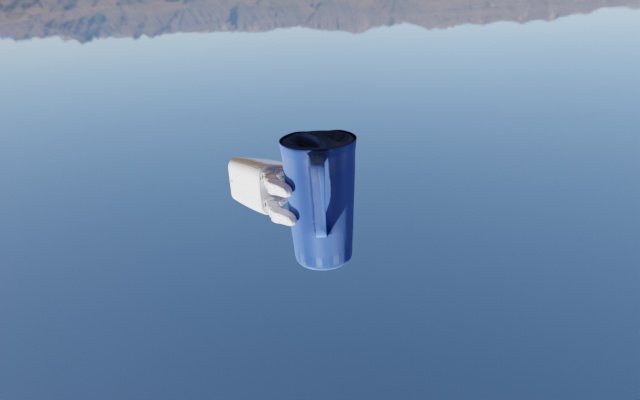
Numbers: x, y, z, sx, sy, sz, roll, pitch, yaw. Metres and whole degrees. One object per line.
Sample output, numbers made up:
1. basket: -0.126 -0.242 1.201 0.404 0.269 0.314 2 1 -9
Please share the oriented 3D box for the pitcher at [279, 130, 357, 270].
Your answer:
1. pitcher: 0.000 0.003 0.852 0.145 0.243 0.149 18 31 41
